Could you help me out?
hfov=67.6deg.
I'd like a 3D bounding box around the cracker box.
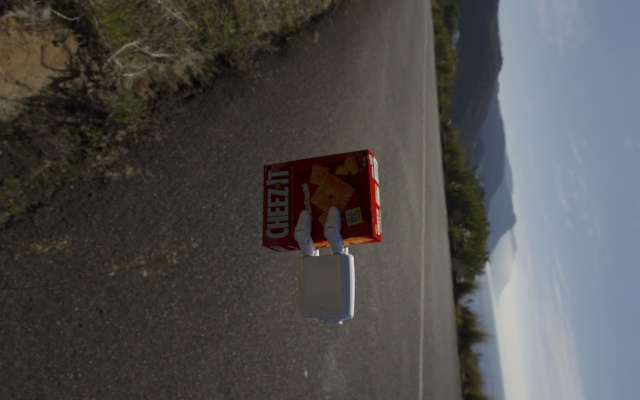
[{"bbox_3d":[0.000,0.003,0.888,0.214,0.164,0.072,-7,-18,19],"label":"cracker box"}]
